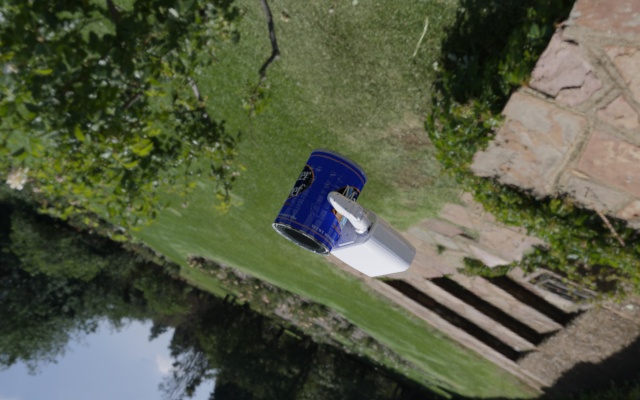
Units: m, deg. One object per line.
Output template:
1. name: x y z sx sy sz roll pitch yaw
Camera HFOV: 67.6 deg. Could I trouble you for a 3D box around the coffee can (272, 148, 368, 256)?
1. coffee can: 0.000 0.002 0.765 0.103 0.140 0.103 25 -16 8
